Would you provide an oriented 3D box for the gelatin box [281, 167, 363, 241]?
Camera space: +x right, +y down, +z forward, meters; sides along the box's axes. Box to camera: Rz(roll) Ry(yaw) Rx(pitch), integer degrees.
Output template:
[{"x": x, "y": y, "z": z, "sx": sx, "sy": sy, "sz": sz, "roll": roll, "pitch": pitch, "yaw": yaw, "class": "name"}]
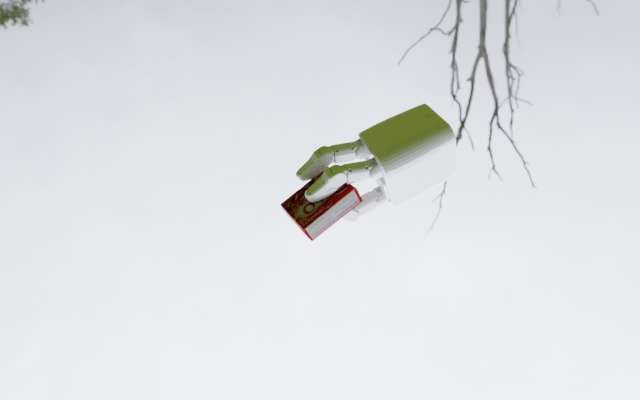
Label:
[{"x": 0.000, "y": 0.003, "z": 0.642, "sx": 0.089, "sy": 0.030, "sz": 0.073, "roll": -39, "pitch": 40, "yaw": -7, "class": "gelatin box"}]
